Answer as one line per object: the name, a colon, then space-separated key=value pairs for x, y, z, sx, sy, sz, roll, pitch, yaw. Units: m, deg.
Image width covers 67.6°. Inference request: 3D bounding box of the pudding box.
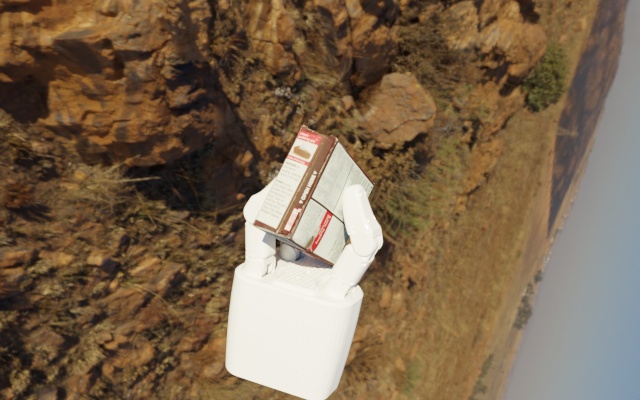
pudding box: x=0.000 y=0.001 z=0.412 sx=0.039 sy=0.090 sz=0.113 roll=22 pitch=-8 yaw=25
